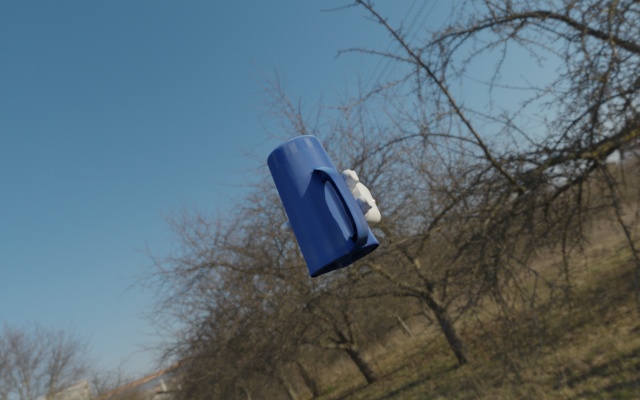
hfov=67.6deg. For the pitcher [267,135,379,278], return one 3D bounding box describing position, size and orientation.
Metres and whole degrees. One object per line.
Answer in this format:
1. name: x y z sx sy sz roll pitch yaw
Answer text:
1. pitcher: 0.000 0.003 0.858 0.149 0.242 0.145 -30 -15 17
